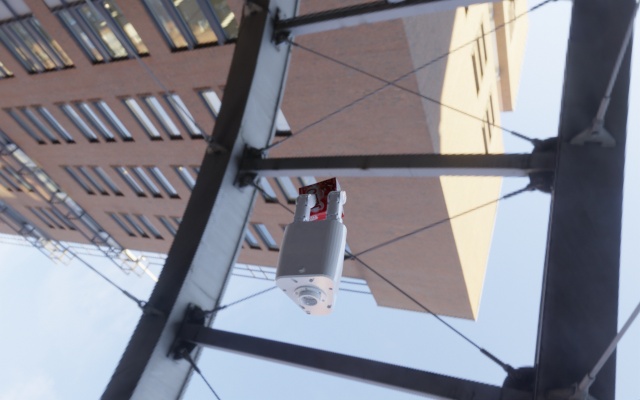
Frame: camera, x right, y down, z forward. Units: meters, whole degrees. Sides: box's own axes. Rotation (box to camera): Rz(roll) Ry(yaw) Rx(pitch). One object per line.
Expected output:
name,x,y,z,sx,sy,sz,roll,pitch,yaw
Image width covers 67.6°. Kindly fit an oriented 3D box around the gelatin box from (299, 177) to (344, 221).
gelatin box,0.000,0.003,0.849,0.073,0.030,0.089,-17,38,9
